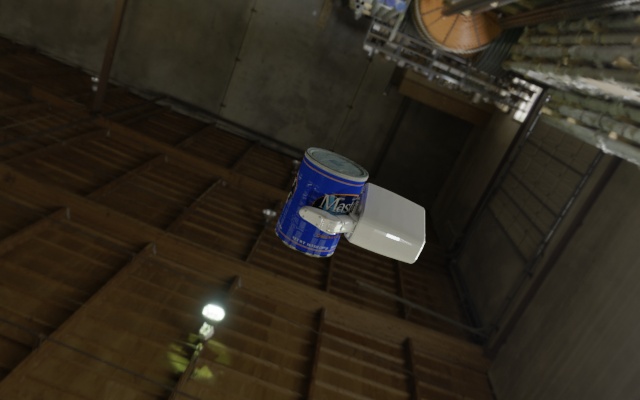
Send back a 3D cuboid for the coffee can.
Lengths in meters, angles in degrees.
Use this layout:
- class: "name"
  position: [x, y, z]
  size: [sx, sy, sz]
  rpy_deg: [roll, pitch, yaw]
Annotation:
- class: "coffee can"
  position: [0.000, 0.002, 0.745]
  size: [0.103, 0.140, 0.102]
  rpy_deg: [21, 19, -7]
